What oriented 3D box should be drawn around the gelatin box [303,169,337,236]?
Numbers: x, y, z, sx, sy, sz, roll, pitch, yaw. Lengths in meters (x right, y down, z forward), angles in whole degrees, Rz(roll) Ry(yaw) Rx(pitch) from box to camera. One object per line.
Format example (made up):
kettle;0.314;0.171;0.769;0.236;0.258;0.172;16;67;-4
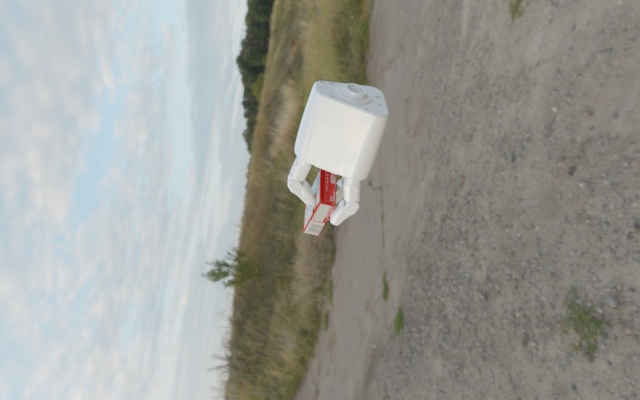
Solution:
gelatin box;0.000;0.003;0.775;0.030;0.073;0.089;14;-41;-13
